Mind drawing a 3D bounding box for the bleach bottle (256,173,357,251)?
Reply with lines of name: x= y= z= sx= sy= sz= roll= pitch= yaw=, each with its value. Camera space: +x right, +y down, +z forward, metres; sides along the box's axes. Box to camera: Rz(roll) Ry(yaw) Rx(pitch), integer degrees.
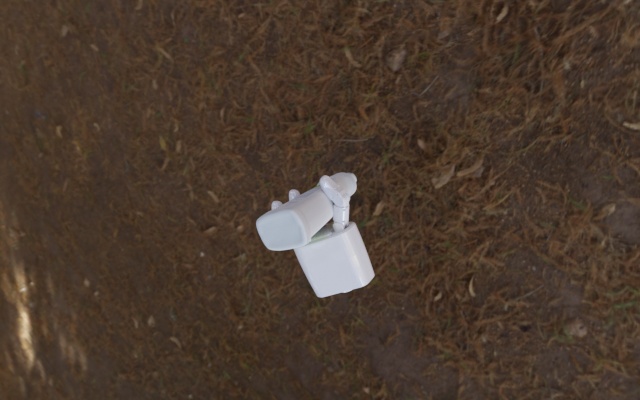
bleach bottle: x=0.000 y=0.003 z=0.849 sx=0.102 sy=0.068 sz=0.250 roll=-15 pitch=13 yaw=38
